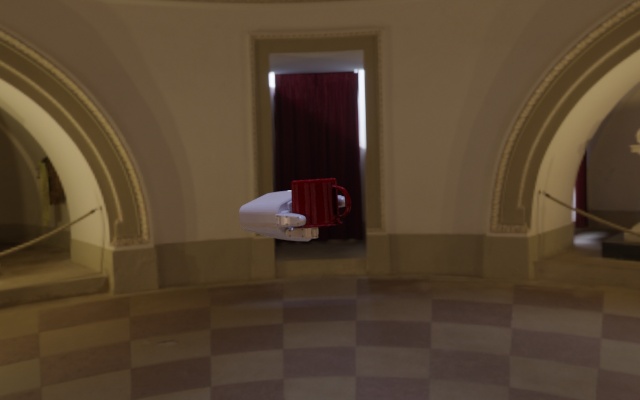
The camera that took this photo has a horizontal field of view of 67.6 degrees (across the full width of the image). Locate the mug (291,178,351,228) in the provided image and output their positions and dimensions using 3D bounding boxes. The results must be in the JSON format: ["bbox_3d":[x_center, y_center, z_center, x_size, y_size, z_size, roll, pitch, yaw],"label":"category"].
[{"bbox_3d":[0.001,0.003,0.837,0.117,0.081,0.093,-2,3,35],"label":"mug"}]
